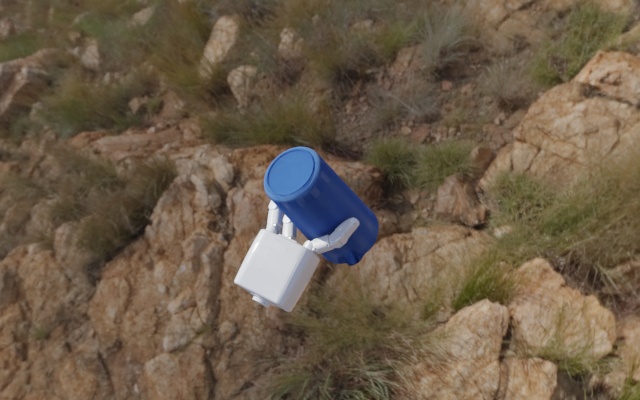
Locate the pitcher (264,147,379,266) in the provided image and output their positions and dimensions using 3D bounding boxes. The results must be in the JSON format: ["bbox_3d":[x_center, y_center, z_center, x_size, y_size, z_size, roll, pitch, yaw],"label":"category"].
[{"bbox_3d":[0.000,0.003,0.871,0.149,0.145,0.243,18,-19,37],"label":"pitcher"}]
